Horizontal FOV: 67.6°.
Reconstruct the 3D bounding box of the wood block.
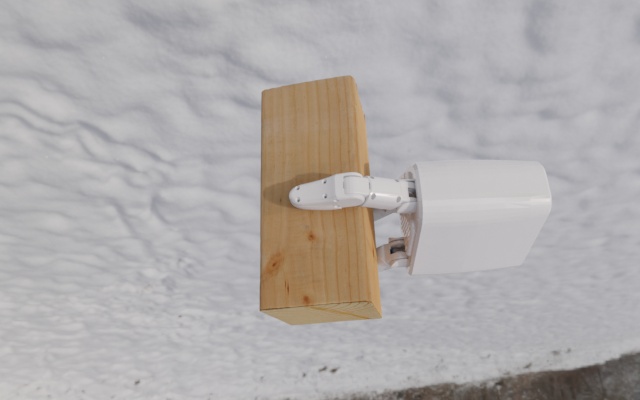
[{"bbox_3d":[0.000,0.001,0.441,0.090,0.206,0.091,-7,-23,11],"label":"wood block"}]
